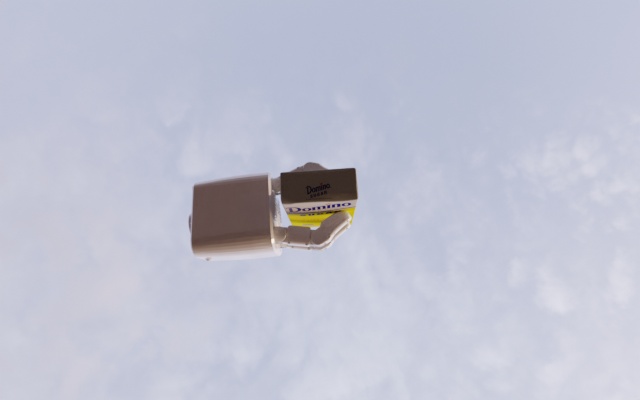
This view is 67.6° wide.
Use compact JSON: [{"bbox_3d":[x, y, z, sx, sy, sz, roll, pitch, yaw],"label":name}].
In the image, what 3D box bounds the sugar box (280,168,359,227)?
[{"bbox_3d":[0.000,0.003,0.641,0.093,0.048,0.176,-4,-10,1],"label":"sugar box"}]
